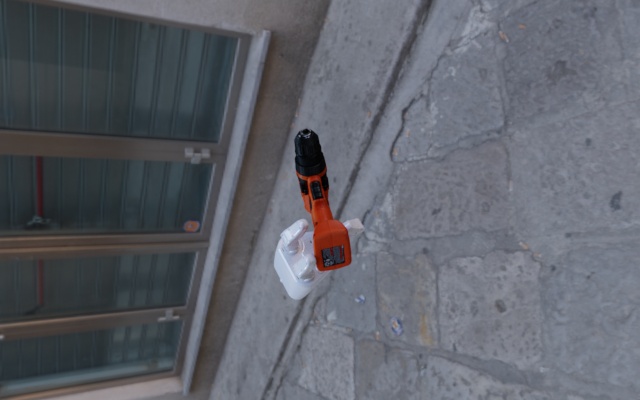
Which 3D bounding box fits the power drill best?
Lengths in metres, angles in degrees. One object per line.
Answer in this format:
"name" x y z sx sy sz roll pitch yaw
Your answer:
"power drill" 0.000 0.003 0.763 0.057 0.187 0.185 -13 -42 -1
